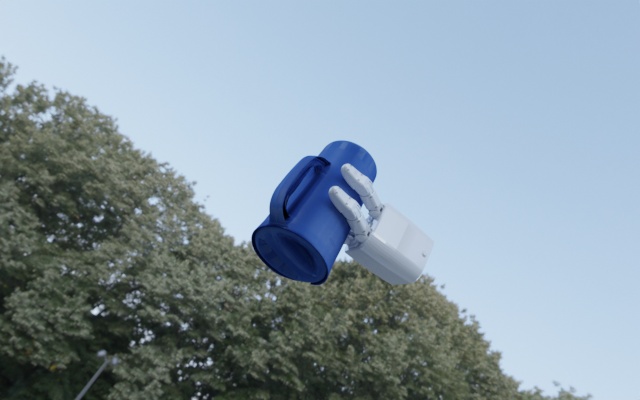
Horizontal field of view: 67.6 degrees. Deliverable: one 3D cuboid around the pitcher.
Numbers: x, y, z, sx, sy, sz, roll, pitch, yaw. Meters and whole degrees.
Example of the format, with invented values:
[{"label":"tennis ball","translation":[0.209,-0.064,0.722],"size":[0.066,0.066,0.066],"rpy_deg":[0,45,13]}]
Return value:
[{"label":"pitcher","translation":[0.000,0.003,0.783],"size":[0.145,0.242,0.149],"rpy_deg":[37,-37,-5]}]
